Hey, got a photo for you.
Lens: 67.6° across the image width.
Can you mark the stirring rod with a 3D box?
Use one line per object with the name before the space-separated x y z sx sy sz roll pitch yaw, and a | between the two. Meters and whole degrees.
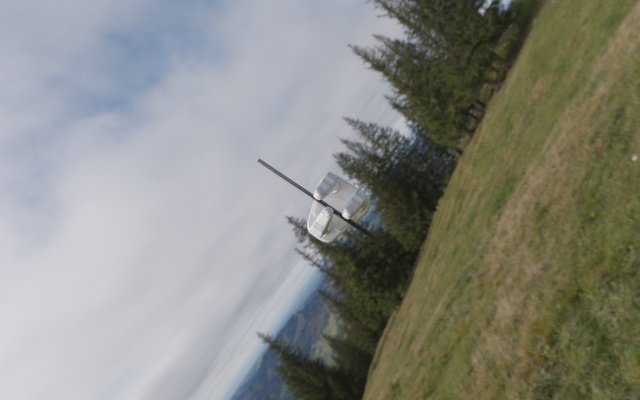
stirring rod | 0.000 0.003 0.750 0.239 0.011 0.011 34 4 6
